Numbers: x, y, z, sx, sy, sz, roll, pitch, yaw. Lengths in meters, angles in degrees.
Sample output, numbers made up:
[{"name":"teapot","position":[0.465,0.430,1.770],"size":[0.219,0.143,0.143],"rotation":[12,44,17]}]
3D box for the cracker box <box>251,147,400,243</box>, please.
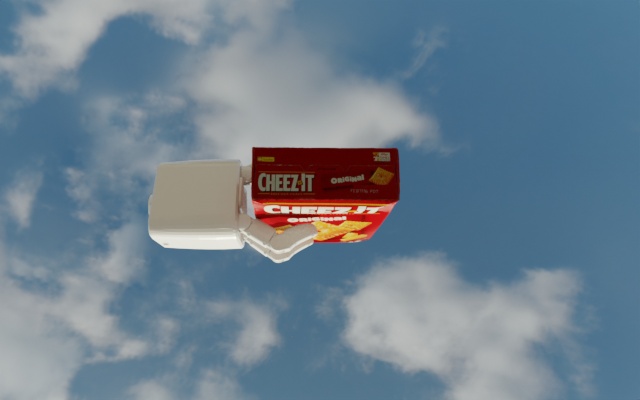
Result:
[{"name":"cracker box","position":[0.000,0.002,0.617],"size":[0.164,0.072,0.214],"rotation":[0,-16,-3]}]
